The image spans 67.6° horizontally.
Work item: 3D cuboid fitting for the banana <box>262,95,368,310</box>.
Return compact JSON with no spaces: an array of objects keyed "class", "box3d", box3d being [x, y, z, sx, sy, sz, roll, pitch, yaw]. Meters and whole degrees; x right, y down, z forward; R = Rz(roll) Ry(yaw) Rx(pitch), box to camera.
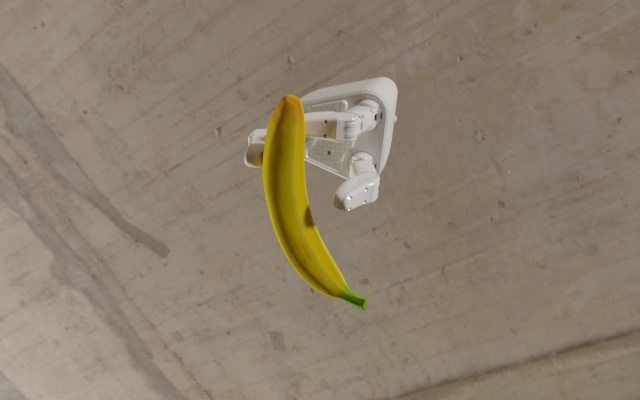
[{"class":"banana","box3d":[-0.015,0.008,0.423,0.069,0.198,0.037,-13,17,25]}]
